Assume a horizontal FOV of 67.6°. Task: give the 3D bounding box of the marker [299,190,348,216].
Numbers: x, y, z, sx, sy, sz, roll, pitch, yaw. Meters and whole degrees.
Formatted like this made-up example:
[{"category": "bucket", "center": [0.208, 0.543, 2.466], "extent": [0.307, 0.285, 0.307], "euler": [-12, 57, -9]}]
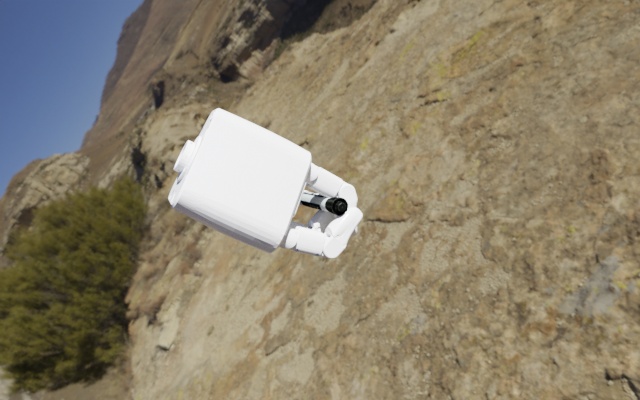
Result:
[{"category": "marker", "center": [0.000, 0.002, 0.535], "extent": [0.020, 0.020, 0.121], "euler": [0, 5, -21]}]
